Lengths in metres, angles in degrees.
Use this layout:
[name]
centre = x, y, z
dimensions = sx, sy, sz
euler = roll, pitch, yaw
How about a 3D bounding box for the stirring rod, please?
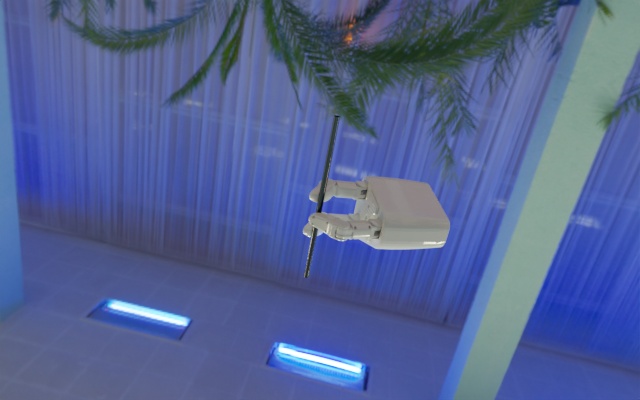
[stirring rod]
centre = 0.000, 0.002, 0.652
dimensions = 0.011, 0.240, 0.011
euler = 9, 23, -4
